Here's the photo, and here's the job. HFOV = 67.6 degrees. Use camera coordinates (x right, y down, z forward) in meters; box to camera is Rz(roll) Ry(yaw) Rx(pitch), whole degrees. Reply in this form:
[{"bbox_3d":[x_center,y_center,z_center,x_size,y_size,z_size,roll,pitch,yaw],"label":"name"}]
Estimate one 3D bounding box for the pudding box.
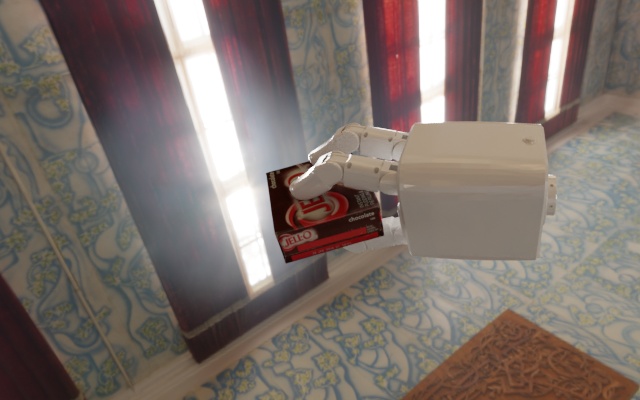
[{"bbox_3d":[0.000,0.002,0.440,0.090,0.039,0.113,-15,30,-2],"label":"pudding box"}]
